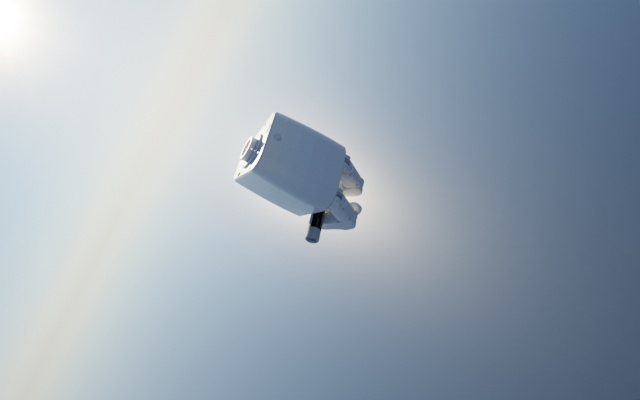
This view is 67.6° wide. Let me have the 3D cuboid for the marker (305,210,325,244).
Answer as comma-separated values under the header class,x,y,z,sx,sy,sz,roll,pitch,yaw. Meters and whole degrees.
class,x,y,z,sx,sy,sz,roll,pitch,yaw
marker,0.000,0.002,0.652,0.020,0.121,0.020,9,-33,6
